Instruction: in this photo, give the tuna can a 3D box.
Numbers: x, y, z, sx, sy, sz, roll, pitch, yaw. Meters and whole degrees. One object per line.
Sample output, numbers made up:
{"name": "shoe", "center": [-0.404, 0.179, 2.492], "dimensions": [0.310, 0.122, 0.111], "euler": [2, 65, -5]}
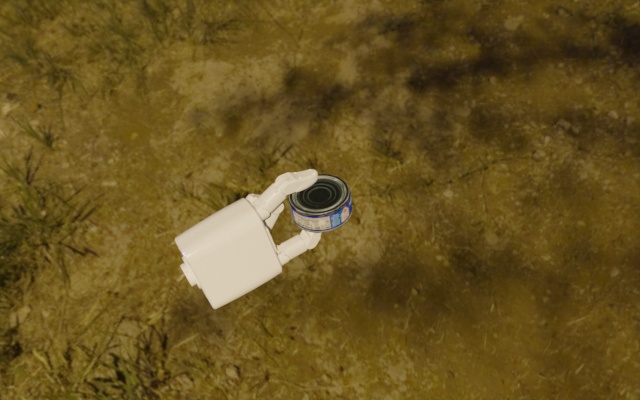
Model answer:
{"name": "tuna can", "center": [0.000, 0.002, 0.650], "dimensions": [0.086, 0.034, 0.086], "euler": [-5, 42, 4]}
